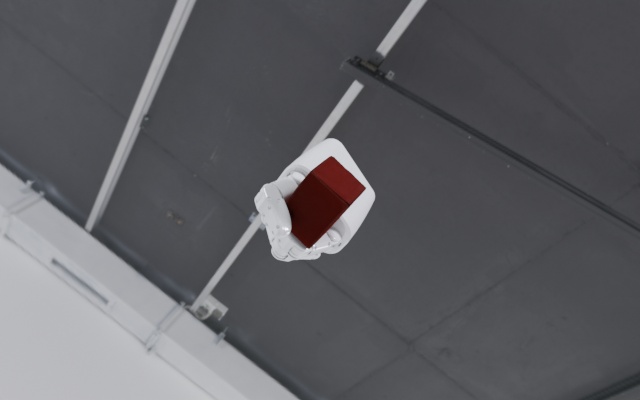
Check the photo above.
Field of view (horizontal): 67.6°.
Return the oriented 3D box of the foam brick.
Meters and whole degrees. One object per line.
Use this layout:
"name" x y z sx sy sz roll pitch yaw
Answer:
"foam brick" 0.000 0.002 0.504 0.078 0.053 0.051 -49 -5 37
